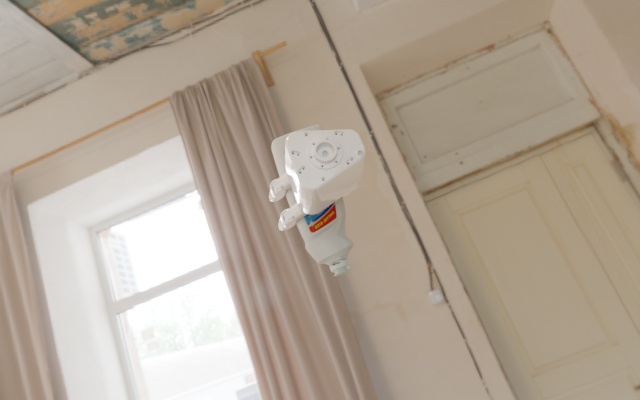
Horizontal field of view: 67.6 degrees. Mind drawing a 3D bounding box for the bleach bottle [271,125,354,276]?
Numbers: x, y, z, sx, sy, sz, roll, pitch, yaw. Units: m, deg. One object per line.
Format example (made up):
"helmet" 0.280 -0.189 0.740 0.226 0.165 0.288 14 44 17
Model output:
"bleach bottle" 0.000 0.003 0.806 0.102 0.250 0.068 -19 -17 -7
